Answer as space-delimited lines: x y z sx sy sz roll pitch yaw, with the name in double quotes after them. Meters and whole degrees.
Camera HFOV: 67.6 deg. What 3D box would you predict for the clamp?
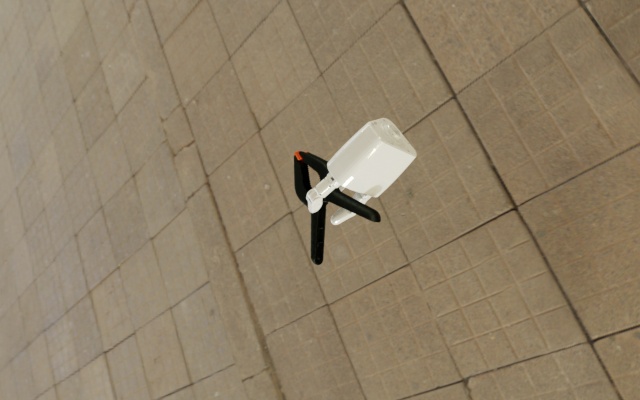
0.000 0.002 0.876 0.165 0.210 0.036 -46 -26 27 "clamp"
